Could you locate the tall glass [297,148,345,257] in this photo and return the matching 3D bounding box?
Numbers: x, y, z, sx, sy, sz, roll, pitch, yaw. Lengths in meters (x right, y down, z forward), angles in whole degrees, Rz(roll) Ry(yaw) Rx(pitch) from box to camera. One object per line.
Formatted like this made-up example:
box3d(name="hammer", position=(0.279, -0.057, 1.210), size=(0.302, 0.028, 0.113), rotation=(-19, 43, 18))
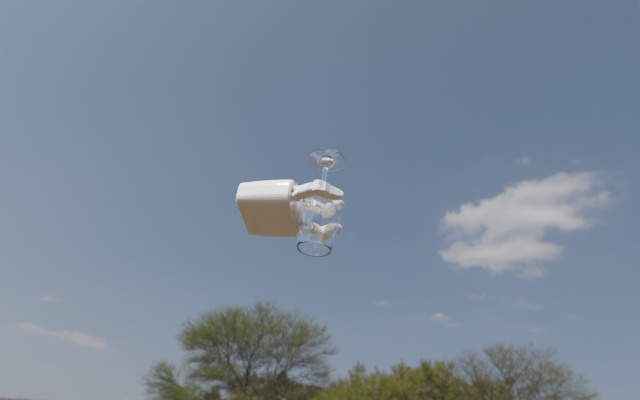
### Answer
box3d(name="tall glass", position=(0.000, 0.002, 0.900), size=(0.079, 0.201, 0.079), rotation=(6, -32, 3))
